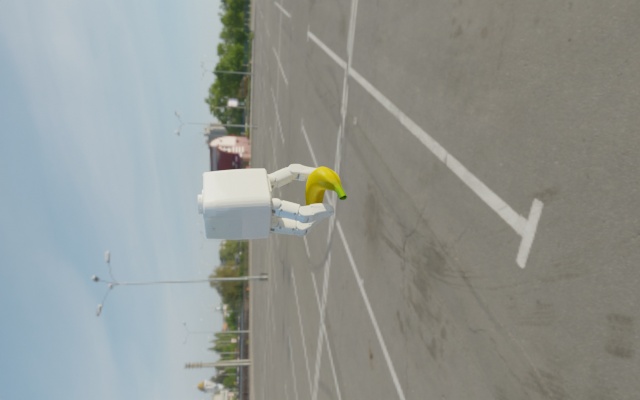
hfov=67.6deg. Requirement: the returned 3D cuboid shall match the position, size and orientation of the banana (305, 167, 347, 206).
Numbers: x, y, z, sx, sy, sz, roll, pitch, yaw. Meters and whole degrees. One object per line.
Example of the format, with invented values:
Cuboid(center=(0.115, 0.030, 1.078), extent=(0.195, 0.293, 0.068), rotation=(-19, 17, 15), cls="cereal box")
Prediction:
Cuboid(center=(-0.002, -0.016, 0.817), extent=(0.037, 0.069, 0.198), rotation=(-6, -9, -14), cls="banana")
